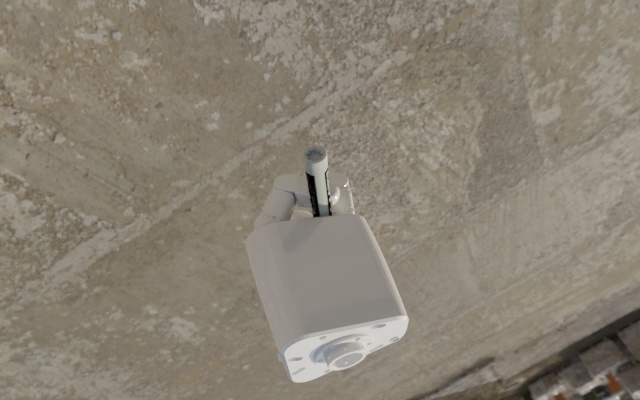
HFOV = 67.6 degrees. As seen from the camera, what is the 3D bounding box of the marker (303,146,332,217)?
[{"bbox_3d":[0.000,0.001,0.416,0.020,0.020,0.121,0,-38,5],"label":"marker"}]
